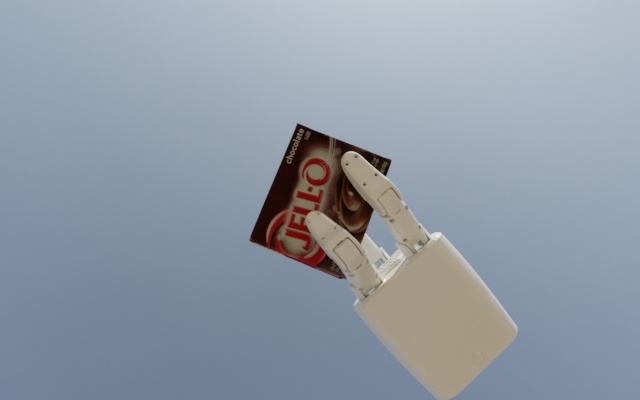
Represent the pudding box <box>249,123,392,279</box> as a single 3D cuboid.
[{"bbox_3d":[0.000,0.001,0.422,0.090,0.113,0.039,21,-9,0],"label":"pudding box"}]
